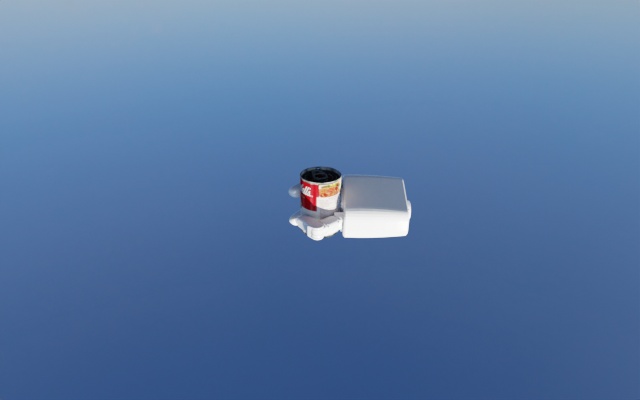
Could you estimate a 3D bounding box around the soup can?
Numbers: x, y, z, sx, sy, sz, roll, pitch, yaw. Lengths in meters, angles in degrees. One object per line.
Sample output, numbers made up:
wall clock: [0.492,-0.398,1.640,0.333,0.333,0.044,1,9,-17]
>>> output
soup can: [0.000,0.003,0.799,0.068,0.102,0.068,0,27,0]
